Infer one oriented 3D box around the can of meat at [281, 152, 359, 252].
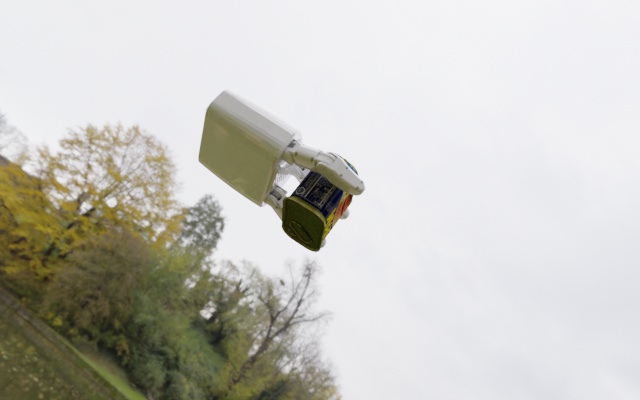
[{"bbox_3d":[0.000,0.002,0.580,0.057,0.084,0.102,31,-27,11],"label":"can of meat"}]
